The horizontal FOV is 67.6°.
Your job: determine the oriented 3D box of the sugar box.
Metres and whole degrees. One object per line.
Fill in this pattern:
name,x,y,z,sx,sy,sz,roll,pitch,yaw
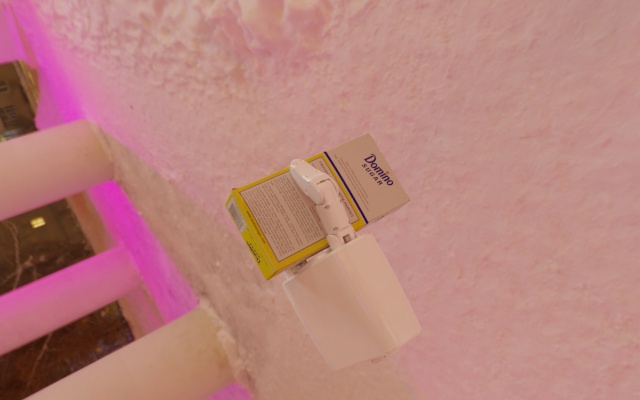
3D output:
sugar box,0.000,0.002,0.505,0.176,0.093,0.048,-24,-11,-29
